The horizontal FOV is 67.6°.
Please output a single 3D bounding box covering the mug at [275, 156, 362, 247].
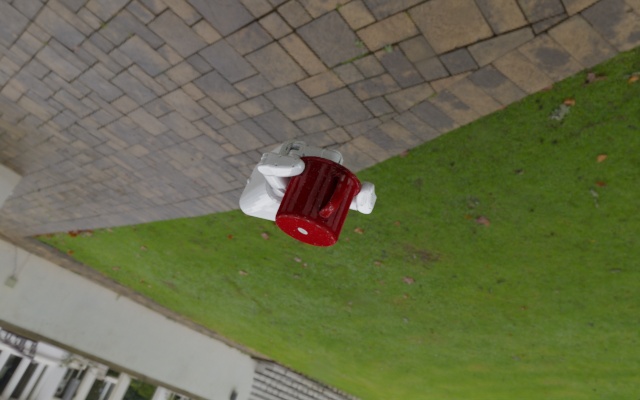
[{"bbox_3d":[0.001,0.002,0.579,0.093,0.081,0.117,31,-26,-19],"label":"mug"}]
